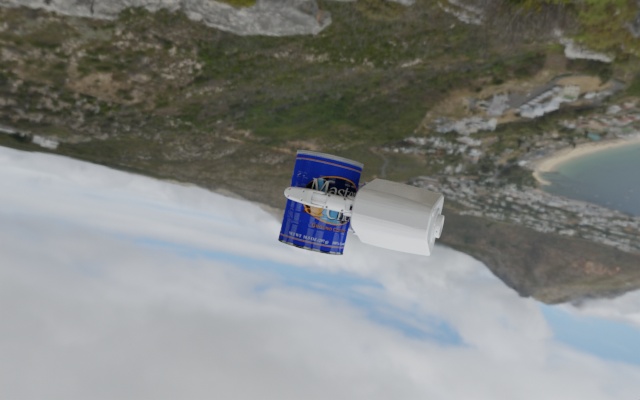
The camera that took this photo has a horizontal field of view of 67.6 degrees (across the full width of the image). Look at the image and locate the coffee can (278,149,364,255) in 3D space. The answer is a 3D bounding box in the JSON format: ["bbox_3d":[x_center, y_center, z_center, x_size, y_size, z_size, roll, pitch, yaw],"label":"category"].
[{"bbox_3d":[0.000,0.002,0.723,0.103,0.140,0.103,13,1,0],"label":"coffee can"}]
